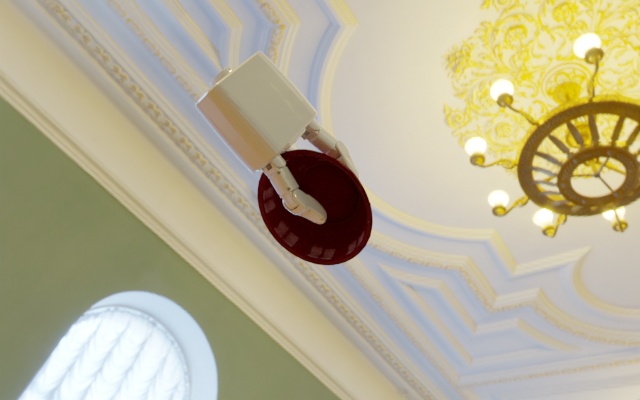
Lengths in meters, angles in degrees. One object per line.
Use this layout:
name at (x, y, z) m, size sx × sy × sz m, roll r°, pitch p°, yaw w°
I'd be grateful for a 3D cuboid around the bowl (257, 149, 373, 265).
bowl at (0.001, 0.003, 0.623) m, size 0.162 × 0.162 × 0.055 m, roll 0°, pitch 24°, yaw 28°
